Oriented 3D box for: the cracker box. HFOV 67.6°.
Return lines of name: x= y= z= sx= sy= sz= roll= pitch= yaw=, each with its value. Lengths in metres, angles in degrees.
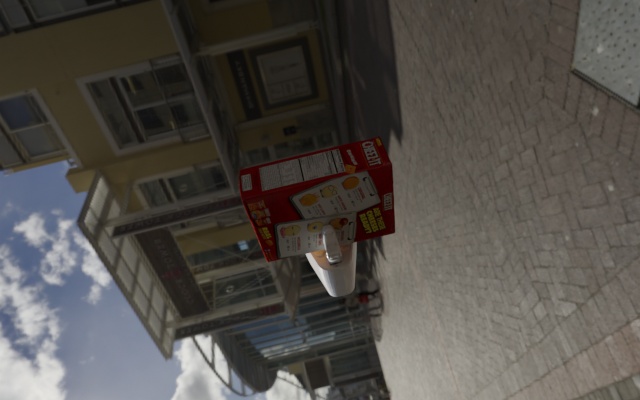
cracker box: x=0.000 y=0.003 z=0.727 sx=0.214 sy=0.072 sz=0.164 roll=-14 pitch=-40 yaw=-1
